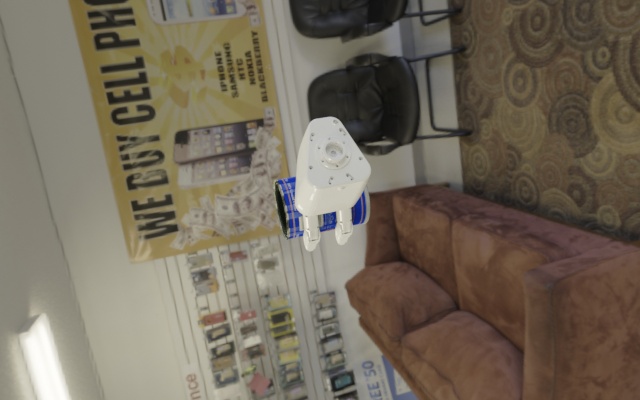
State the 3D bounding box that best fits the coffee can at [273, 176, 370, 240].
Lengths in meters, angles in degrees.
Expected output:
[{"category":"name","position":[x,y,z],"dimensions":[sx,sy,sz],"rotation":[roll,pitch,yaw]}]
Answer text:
[{"category":"coffee can","position":[0.000,0.003,0.804],"dimensions":[0.140,0.103,0.103],"rotation":[-11,2,-13]}]
